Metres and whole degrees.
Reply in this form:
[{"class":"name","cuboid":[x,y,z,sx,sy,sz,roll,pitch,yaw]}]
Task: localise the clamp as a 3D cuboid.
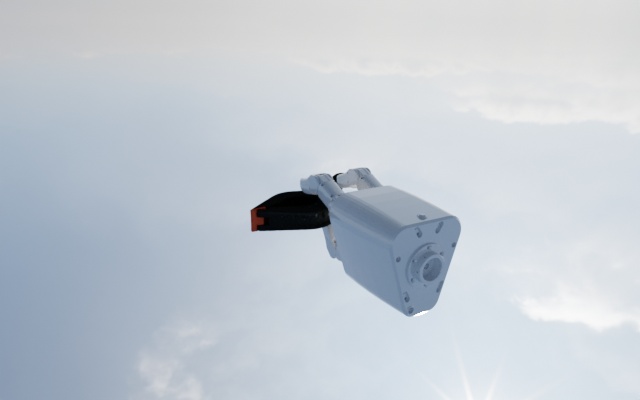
[{"class":"clamp","cuboid":[0.000,0.003,0.620,0.210,0.036,0.164,-10,20,-28]}]
